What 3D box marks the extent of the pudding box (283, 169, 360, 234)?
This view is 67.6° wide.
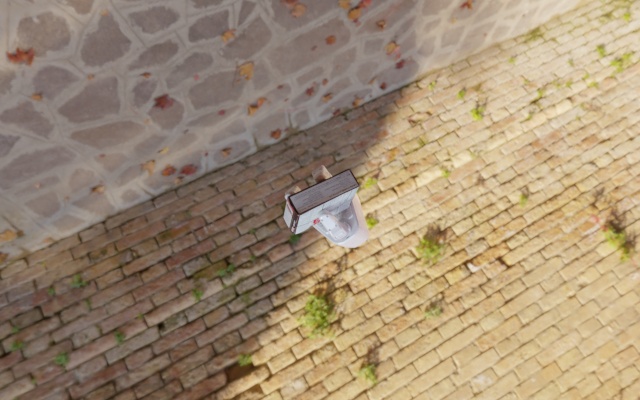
[{"bbox_3d":[0.000,0.003,0.756,0.113,0.039,0.090,-27,-17,-18],"label":"pudding box"}]
